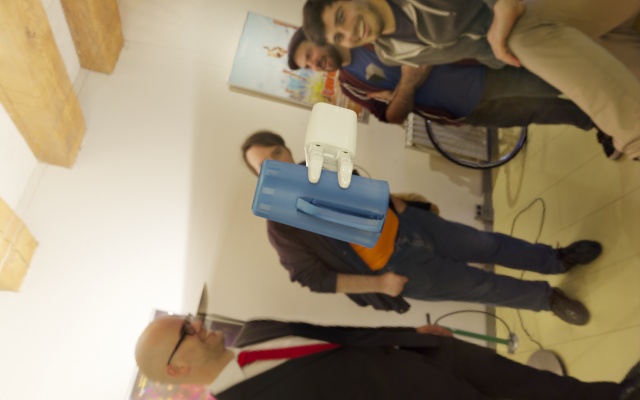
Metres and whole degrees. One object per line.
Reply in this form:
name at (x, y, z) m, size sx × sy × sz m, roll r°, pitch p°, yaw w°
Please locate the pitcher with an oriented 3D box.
pitcher at (0.000, 0.003, 0.885) m, size 0.243 × 0.145 × 0.149 m, roll 13°, pitch -32°, yaw -7°
